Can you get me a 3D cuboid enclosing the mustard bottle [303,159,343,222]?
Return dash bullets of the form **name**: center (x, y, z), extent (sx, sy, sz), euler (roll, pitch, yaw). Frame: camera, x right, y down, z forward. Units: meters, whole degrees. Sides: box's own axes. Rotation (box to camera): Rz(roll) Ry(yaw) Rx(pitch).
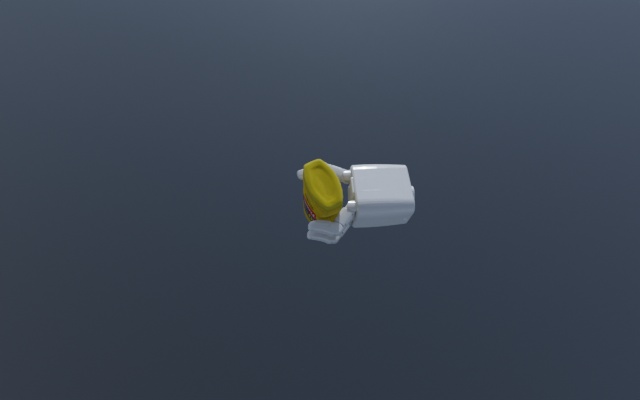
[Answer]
- **mustard bottle**: center (0.000, 0.003, 0.890), extent (0.058, 0.096, 0.192), euler (-25, -16, -11)
